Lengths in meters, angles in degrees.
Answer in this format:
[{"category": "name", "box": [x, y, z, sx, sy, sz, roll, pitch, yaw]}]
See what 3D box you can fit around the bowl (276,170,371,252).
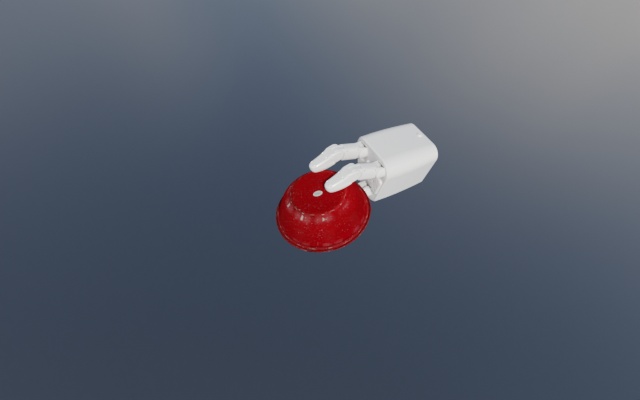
[{"category": "bowl", "box": [-0.001, 0.003, 0.781, 0.162, 0.162, 0.055, 0, -37, 11]}]
